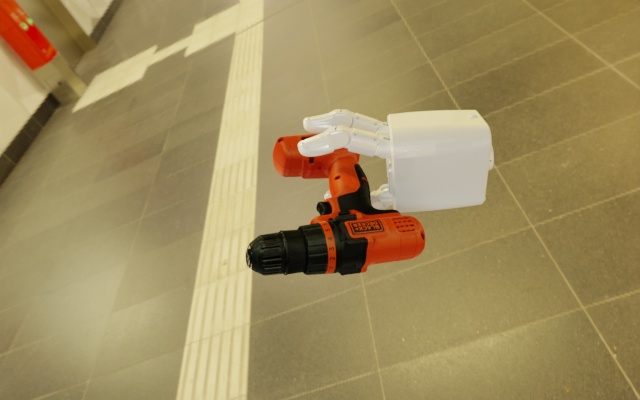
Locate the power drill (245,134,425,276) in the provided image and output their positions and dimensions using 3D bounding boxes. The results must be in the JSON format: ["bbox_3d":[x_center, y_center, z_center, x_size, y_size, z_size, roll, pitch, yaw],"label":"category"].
[{"bbox_3d":[0.000,0.001,0.527,0.184,0.057,0.187,-4,45,-16],"label":"power drill"}]
